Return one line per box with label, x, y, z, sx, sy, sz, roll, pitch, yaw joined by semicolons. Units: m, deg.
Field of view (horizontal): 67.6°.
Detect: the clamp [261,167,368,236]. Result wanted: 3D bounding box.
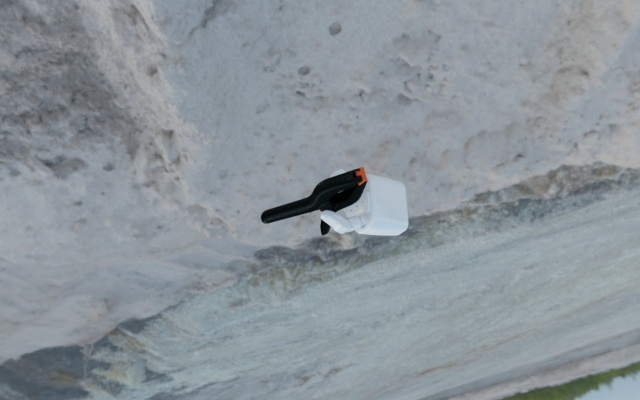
clamp;0.001;0.003;0.879;0.164;0.036;0.210;9;-35;-36
